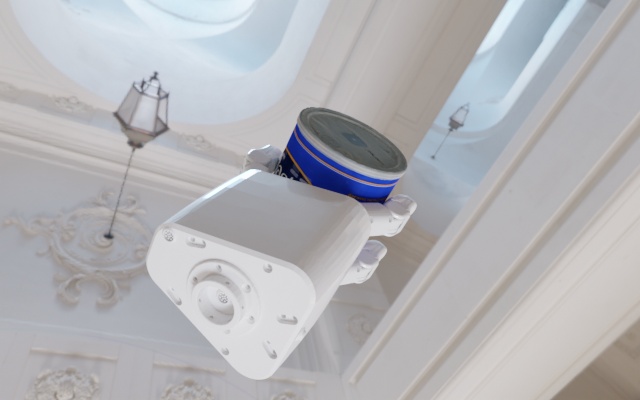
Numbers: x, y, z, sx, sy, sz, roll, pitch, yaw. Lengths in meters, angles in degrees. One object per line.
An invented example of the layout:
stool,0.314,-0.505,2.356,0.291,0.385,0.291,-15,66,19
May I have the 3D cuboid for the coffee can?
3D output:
coffee can,0.000,0.001,0.437,0.103,0.140,0.102,22,28,-12
